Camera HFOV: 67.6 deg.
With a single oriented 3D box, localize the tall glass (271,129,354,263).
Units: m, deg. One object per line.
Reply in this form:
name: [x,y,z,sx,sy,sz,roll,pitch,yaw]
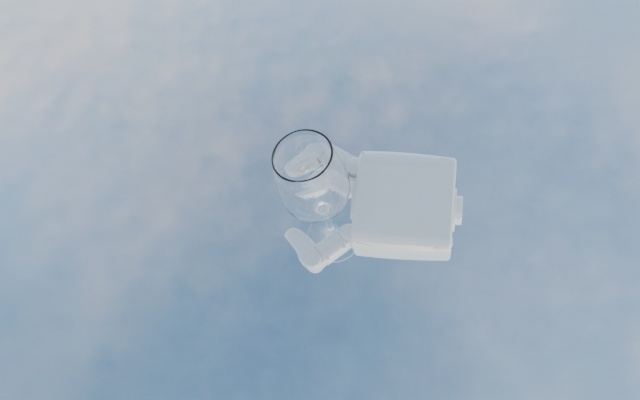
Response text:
tall glass: [0.000,0.002,0.548,0.079,0.079,0.201,0,-28,12]
